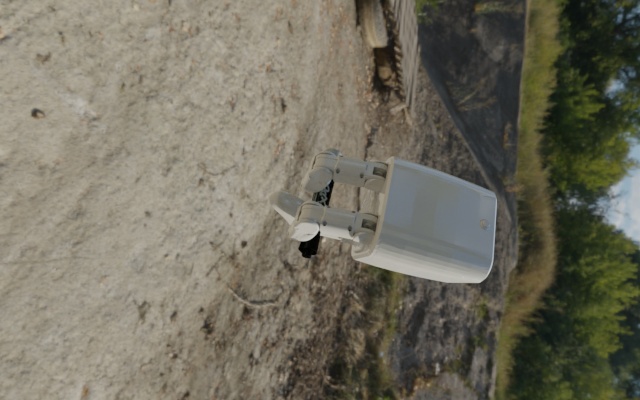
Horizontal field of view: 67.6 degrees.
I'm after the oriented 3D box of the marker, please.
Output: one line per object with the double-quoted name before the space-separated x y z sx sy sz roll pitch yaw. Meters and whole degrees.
"marker" 0.000 0.002 0.482 0.020 0.121 0.020 11 -27 6
